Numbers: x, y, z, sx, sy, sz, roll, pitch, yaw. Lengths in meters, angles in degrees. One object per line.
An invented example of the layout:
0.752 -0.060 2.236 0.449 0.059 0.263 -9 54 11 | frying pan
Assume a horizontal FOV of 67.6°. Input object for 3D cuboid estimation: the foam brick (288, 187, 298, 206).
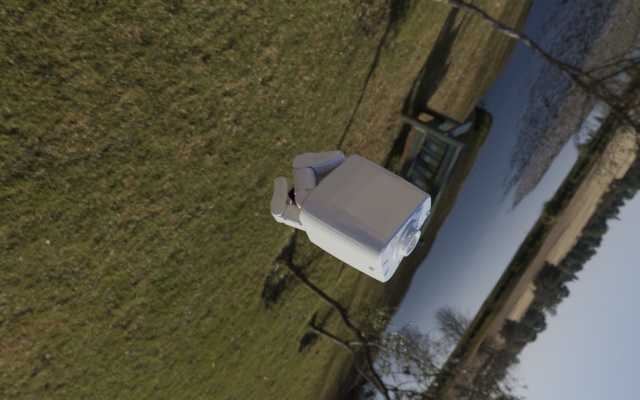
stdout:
0.000 0.002 0.626 0.051 0.053 0.078 29 -18 24 | foam brick
